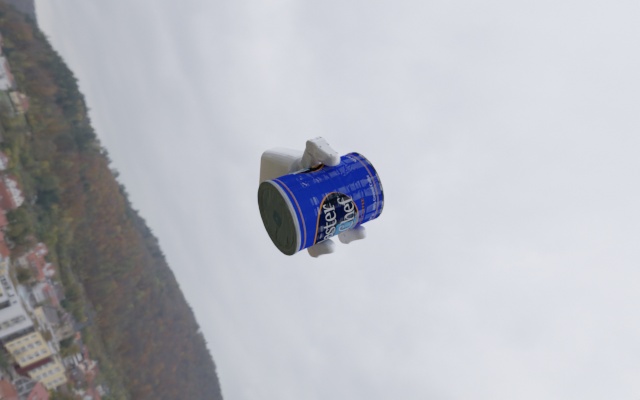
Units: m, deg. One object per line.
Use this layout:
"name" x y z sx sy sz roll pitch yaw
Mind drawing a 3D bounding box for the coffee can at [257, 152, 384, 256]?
"coffee can" 0.000 0.002 0.647 0.140 0.103 0.103 -21 10 -27
